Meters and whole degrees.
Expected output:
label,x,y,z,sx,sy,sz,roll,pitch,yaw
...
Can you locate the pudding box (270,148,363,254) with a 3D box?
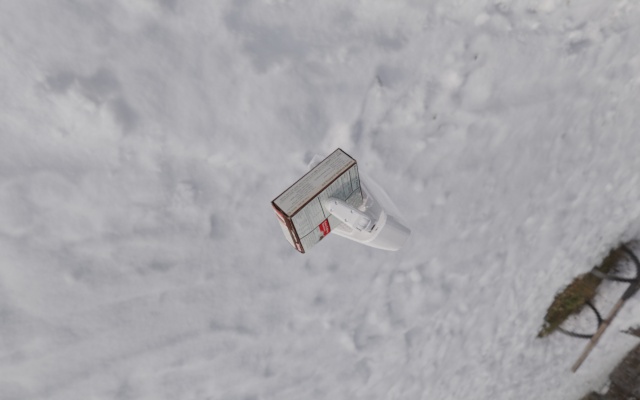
label,x,y,z,sx,sy,sz,roll,pitch,yaw
pudding box,0.000,0.002,0.594,0.039,0.113,0.090,37,-21,32
